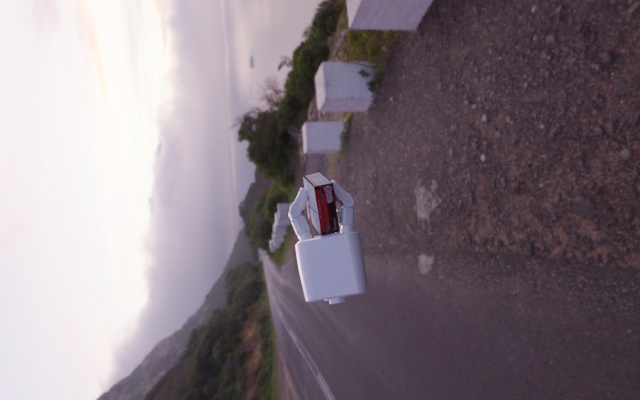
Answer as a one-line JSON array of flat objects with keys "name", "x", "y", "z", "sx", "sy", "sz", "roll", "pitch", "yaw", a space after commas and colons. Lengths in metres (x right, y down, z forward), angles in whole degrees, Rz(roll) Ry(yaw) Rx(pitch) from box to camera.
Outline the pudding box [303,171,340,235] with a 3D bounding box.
[{"name": "pudding box", "x": 0.000, "y": 0.003, "z": 0.859, "sx": 0.039, "sy": 0.090, "sz": 0.113, "roll": -10, "pitch": 16, "yaw": -12}]
